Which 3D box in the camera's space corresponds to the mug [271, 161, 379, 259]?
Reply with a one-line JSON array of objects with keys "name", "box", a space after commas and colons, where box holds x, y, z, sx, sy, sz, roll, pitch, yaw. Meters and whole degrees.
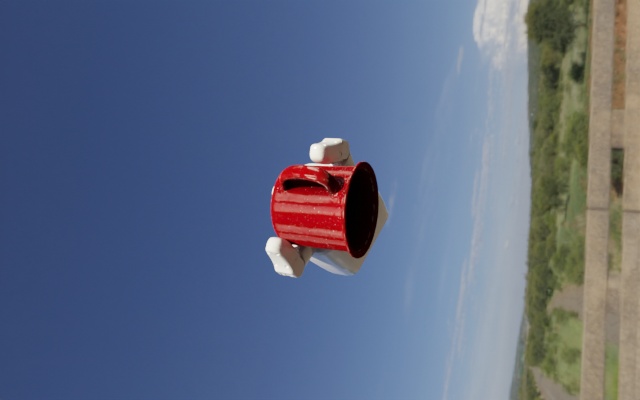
[{"name": "mug", "box": [-0.001, 0.001, 0.461, 0.081, 0.093, 0.117, 4, -23, 25]}]
